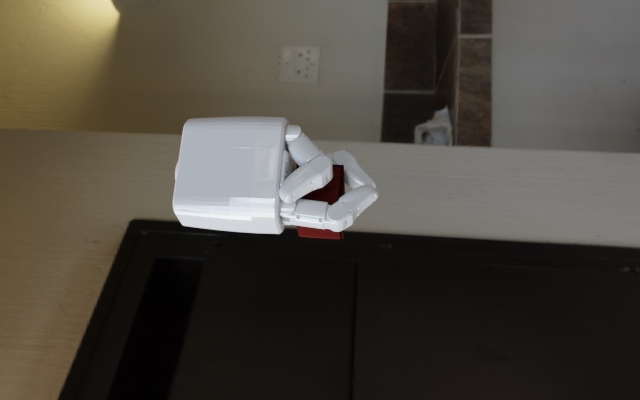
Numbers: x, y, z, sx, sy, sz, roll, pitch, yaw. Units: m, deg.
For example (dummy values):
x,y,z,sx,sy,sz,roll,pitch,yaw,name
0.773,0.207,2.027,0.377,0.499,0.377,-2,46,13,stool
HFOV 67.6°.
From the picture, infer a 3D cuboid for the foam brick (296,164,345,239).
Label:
x,y,z,sx,sy,sz,roll,pitch,yaw,name
0.000,0.002,0.524,0.051,0.053,0.078,2,-31,5,foam brick
